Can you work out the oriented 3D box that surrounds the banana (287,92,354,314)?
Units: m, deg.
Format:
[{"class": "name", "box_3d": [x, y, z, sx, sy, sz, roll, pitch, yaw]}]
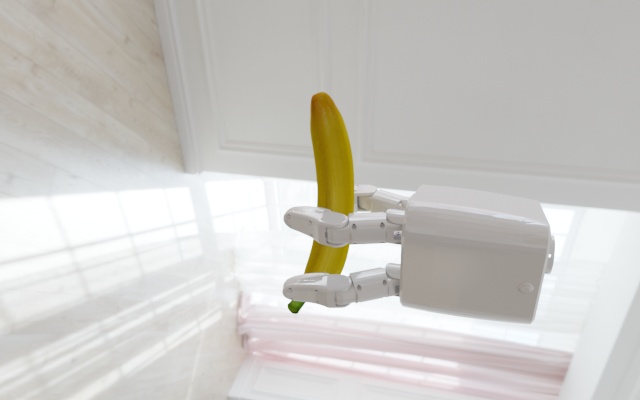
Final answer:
[{"class": "banana", "box_3d": [0.007, 0.003, 0.441, 0.037, 0.198, 0.069, 8, 7, 24]}]
